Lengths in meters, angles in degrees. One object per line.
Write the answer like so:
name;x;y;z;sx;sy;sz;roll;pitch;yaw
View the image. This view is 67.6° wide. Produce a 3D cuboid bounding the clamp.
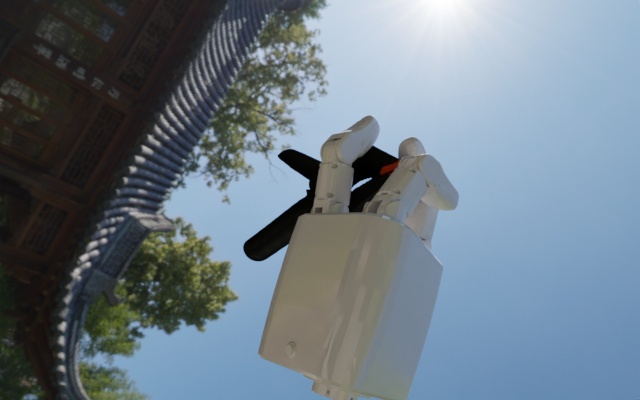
clamp;0.001;0.002;0.410;0.039;0.120;0.171;31;-21;-36
